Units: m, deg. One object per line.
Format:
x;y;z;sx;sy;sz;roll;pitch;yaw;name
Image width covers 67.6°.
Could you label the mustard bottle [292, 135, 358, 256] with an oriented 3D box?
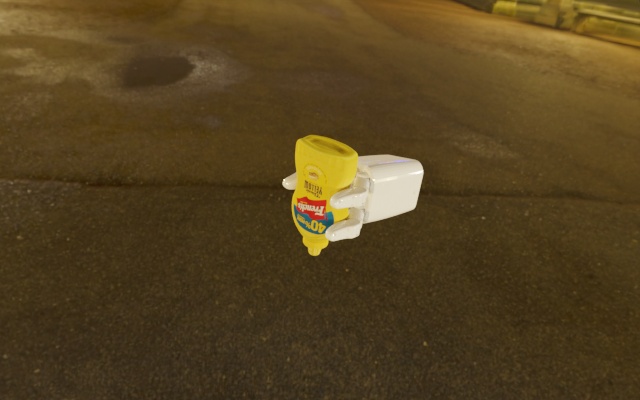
0.000;0.002;0.736;0.096;0.192;0.058;24;34;28;mustard bottle
